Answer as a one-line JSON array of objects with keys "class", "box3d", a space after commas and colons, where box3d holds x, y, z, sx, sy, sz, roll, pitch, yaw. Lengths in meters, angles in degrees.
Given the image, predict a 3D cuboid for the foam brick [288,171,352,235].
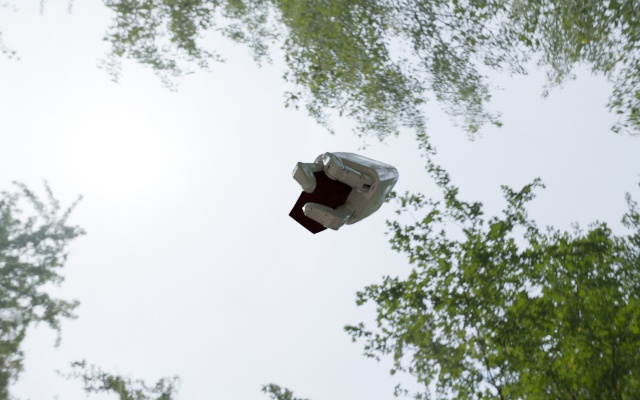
[{"class": "foam brick", "box3d": [0.000, 0.002, 0.705, 0.053, 0.078, 0.051, 38, 23, 17]}]
